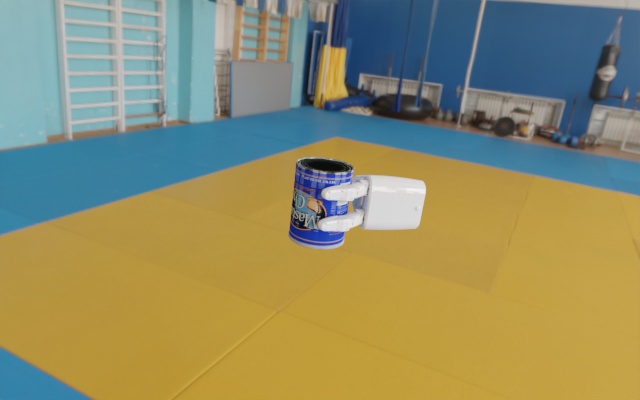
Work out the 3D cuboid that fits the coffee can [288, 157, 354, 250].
[{"bbox_3d":[0.000,0.003,0.850,0.103,0.140,0.102,6,18,-2],"label":"coffee can"}]
